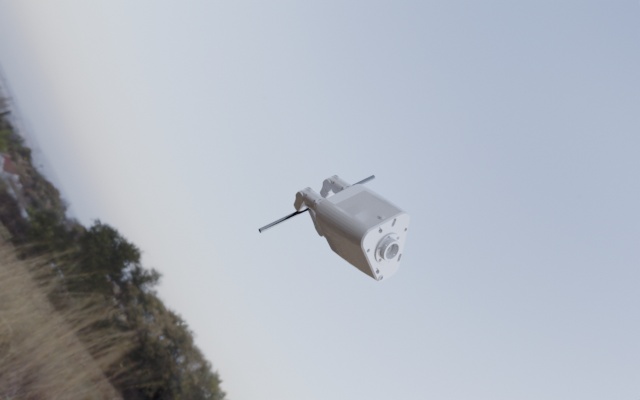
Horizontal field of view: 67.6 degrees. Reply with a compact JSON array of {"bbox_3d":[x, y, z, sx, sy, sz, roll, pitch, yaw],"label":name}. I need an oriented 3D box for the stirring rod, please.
[{"bbox_3d":[0.000,0.003,0.814,0.239,0.011,0.011,-25,12,-27],"label":"stirring rod"}]
